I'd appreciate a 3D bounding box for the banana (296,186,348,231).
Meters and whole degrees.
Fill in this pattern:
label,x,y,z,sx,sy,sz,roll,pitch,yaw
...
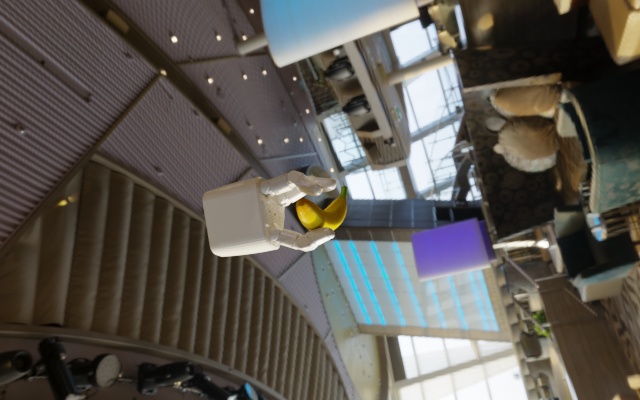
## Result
label,x,y,z,sx,sy,sz,roll,pitch,yaw
banana,0.004,0.020,0.775,0.037,0.069,0.198,-8,4,21
